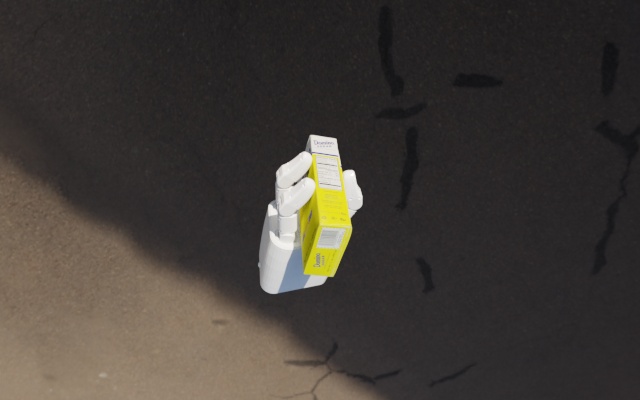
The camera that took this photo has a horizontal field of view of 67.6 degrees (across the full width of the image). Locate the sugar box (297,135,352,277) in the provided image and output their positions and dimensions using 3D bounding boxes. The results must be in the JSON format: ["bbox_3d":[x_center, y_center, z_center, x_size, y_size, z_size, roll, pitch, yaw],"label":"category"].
[{"bbox_3d":[0.000,0.002,0.629,0.048,0.093,0.176,6,41,-15],"label":"sugar box"}]
